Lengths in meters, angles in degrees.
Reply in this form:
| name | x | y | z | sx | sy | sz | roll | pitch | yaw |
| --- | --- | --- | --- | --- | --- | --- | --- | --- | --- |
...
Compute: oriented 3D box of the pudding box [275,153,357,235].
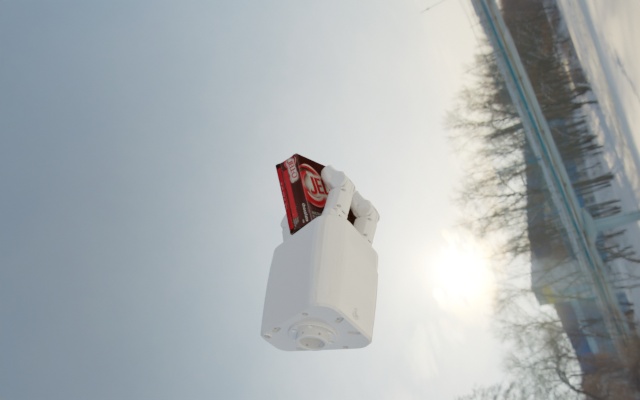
| name | x | y | z | sx | sy | sz | roll | pitch | yaw |
| --- | --- | --- | --- | --- | --- | --- | --- | --- | --- |
| pudding box | 0.000 | 0.002 | 0.576 | 0.039 | 0.090 | 0.113 | -24 | -23 | 26 |
